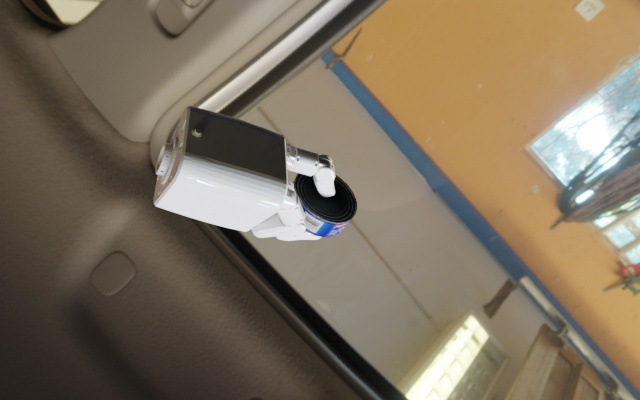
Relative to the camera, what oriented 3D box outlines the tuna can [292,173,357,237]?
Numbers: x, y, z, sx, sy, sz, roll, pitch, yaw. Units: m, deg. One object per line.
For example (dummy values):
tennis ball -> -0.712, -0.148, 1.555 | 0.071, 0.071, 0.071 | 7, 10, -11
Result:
tuna can -> 0.000, 0.002, 0.587 | 0.086, 0.086, 0.034 | 0, -37, -36
